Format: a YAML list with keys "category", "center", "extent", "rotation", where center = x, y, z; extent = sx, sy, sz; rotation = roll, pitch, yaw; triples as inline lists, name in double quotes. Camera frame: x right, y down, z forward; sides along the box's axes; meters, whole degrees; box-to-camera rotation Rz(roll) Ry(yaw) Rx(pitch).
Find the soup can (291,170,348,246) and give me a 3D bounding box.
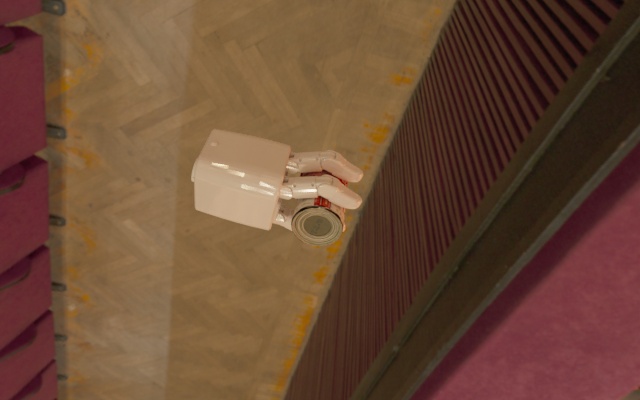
- category: "soup can"
  center: [0.001, 0.002, 0.634]
  extent: [0.068, 0.069, 0.102]
  rotation: [0, 39, 7]
